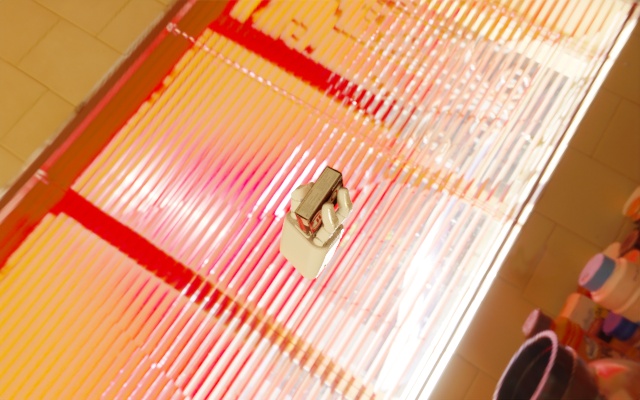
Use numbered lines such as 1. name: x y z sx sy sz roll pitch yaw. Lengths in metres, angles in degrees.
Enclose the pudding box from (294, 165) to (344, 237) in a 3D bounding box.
1. pudding box: 0.000 0.003 0.892 0.039 0.113 0.090 28 -17 15
